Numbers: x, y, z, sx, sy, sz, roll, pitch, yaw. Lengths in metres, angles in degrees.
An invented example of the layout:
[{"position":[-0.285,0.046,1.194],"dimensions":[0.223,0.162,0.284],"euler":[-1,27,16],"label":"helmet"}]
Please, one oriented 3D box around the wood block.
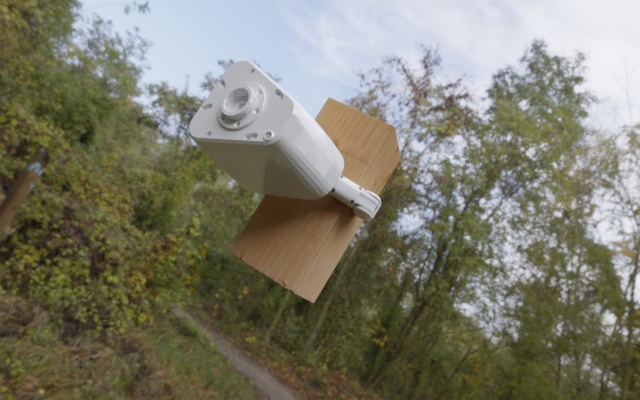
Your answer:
[{"position":[0.000,0.002,0.547],"dimensions":[0.091,0.206,0.090],"euler":[29,-10,20],"label":"wood block"}]
